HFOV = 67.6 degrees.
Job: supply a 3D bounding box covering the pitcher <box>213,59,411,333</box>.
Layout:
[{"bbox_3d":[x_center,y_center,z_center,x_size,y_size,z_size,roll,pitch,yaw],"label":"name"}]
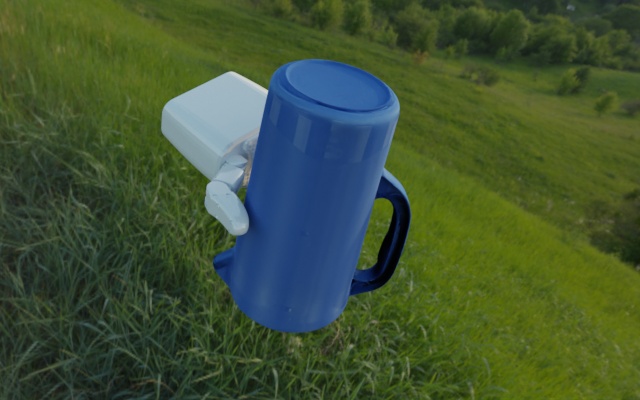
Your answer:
[{"bbox_3d":[0.000,0.001,0.455,0.145,0.243,0.149,38,42,27],"label":"pitcher"}]
